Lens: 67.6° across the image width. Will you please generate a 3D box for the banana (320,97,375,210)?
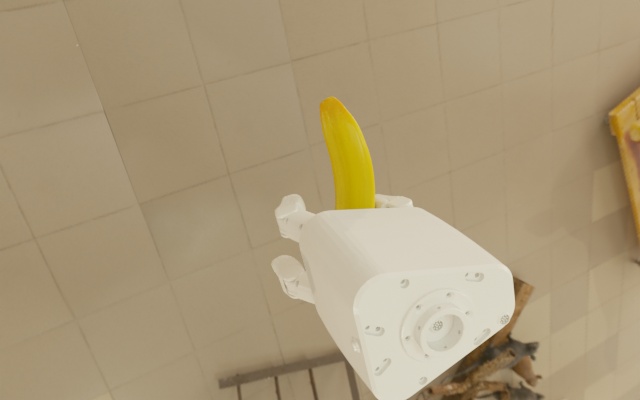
[{"bbox_3d":[0.018,0.007,0.444,0.069,0.198,0.037,8,15,-12],"label":"banana"}]
